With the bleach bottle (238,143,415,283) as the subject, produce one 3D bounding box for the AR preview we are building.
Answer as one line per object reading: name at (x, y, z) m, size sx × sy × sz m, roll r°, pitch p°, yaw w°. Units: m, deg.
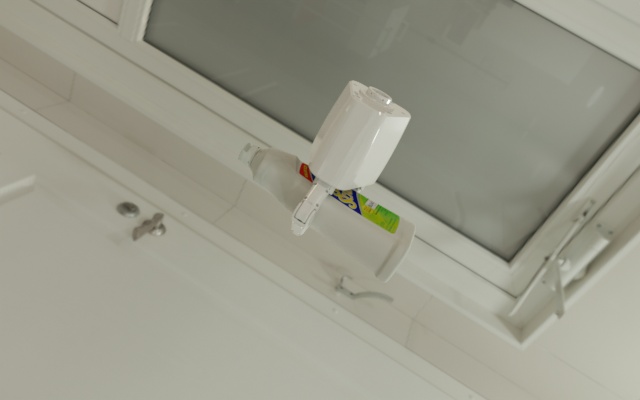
bleach bottle at (0.000, 0.002, 0.629) m, size 0.251 × 0.068 × 0.102 m, roll 32°, pitch 24°, yaw 5°
